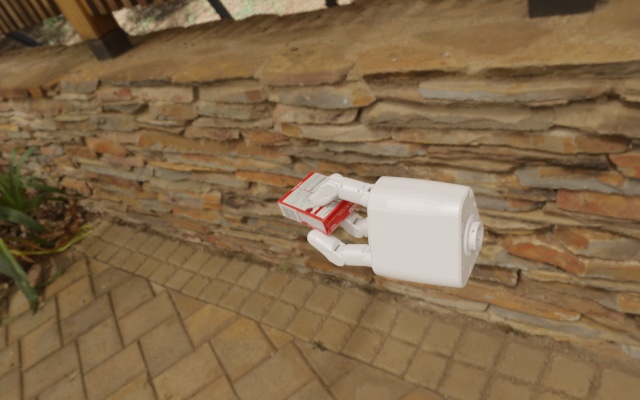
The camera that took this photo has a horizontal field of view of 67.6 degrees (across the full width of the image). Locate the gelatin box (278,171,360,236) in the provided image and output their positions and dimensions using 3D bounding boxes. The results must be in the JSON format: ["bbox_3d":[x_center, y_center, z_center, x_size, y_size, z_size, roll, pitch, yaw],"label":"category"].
[{"bbox_3d":[0.000,0.002,0.635,0.089,0.030,0.073,21,53,39],"label":"gelatin box"}]
